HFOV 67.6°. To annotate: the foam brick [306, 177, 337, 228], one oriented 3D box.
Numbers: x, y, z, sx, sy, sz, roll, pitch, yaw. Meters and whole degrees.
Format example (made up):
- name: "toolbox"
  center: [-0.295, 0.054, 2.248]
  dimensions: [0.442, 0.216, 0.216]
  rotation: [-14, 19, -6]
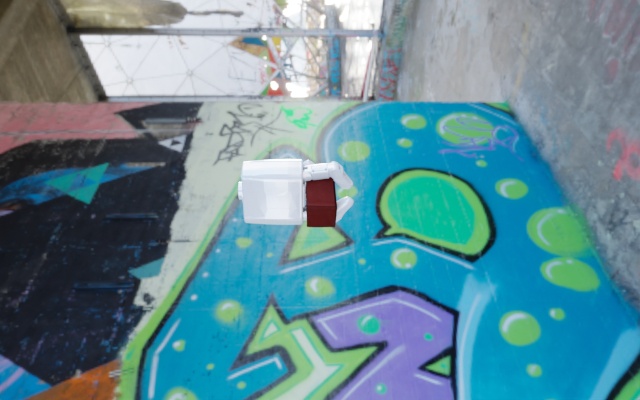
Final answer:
- name: "foam brick"
  center: [0.000, 0.003, 0.833]
  dimensions: [0.051, 0.053, 0.078]
  rotation: [0, 42, -3]
